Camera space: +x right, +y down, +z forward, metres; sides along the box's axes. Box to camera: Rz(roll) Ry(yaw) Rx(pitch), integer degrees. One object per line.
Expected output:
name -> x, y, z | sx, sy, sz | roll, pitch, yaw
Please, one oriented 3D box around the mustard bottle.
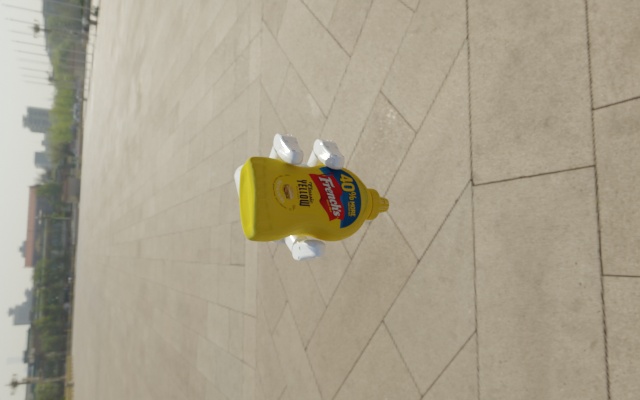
mustard bottle -> 0.000, 0.002, 0.584 | 0.191, 0.096, 0.058 | 3, -23, -27
